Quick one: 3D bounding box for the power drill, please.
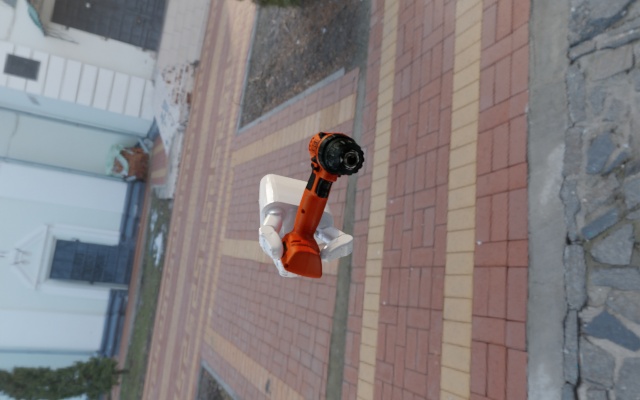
[{"bbox_3d":[0.000,0.002,0.627,0.057,0.187,0.184,17,8,-11],"label":"power drill"}]
